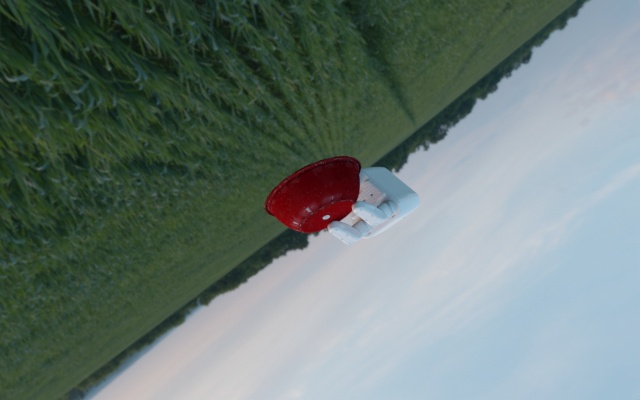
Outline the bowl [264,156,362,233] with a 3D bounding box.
[{"bbox_3d":[-0.001,0.003,0.719,0.162,0.055,0.162,-23,-22,-10],"label":"bowl"}]
